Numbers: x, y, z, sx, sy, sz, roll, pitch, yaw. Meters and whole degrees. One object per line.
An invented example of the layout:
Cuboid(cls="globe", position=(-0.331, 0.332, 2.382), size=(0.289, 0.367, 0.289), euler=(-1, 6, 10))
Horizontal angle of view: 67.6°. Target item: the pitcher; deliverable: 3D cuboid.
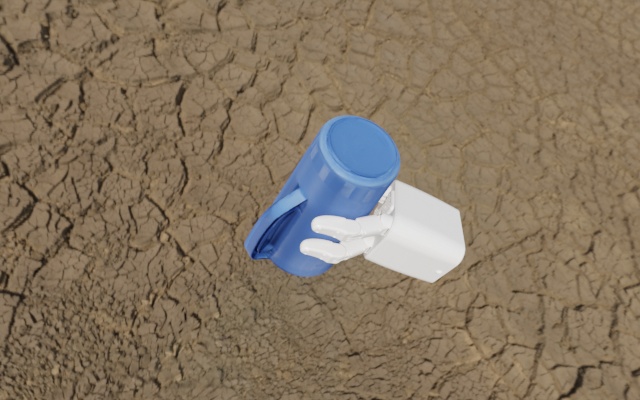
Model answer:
Cuboid(cls="pitcher", position=(0.000, 0.002, 0.653), size=(0.145, 0.149, 0.243), euler=(23, -38, -8))
